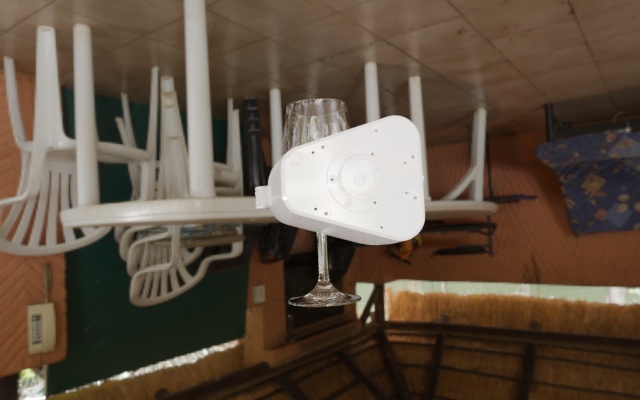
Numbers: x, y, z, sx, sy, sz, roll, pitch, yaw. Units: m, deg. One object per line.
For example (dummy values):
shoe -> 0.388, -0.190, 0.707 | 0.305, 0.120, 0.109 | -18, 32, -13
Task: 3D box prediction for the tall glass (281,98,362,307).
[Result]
tall glass -> 0.000, 0.002, 0.486 | 0.079, 0.201, 0.079 | -3, -3, 0
